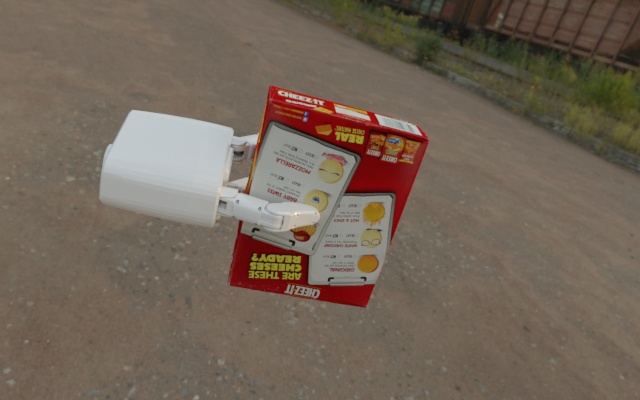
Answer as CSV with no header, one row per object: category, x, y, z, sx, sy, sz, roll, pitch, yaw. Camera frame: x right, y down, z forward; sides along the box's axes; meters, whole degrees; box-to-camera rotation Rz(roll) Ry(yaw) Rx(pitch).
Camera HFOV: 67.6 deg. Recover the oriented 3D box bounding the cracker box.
cracker box,0.000,0.002,0.521,0.164,0.214,0.072,12,25,-10
